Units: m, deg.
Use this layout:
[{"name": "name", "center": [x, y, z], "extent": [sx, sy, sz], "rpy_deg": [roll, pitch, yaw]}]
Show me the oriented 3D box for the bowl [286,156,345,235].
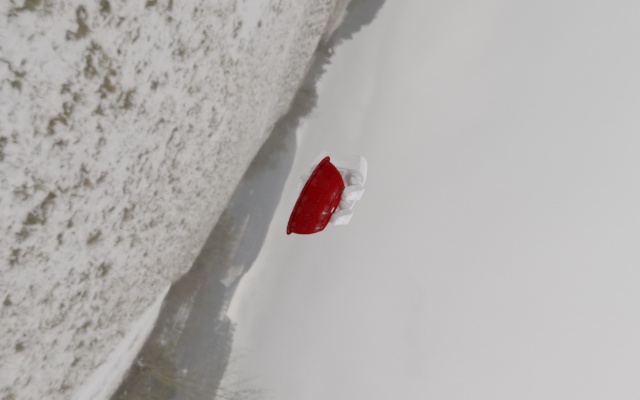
[{"name": "bowl", "center": [0.000, 0.004, 0.865], "extent": [0.055, 0.162, 0.162], "rpy_deg": [28, 4, 8]}]
